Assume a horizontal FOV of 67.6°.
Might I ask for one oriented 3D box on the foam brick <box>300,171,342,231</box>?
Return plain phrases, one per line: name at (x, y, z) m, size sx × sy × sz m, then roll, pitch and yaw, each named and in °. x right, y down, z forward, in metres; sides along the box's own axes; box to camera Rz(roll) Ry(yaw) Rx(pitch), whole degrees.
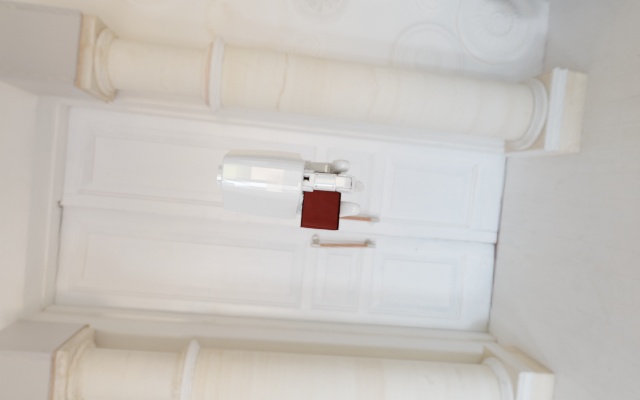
foam brick at (0.000, 0.002, 0.669) m, size 0.051 × 0.078 × 0.053 m, roll 5°, pitch -7°, yaw -6°
